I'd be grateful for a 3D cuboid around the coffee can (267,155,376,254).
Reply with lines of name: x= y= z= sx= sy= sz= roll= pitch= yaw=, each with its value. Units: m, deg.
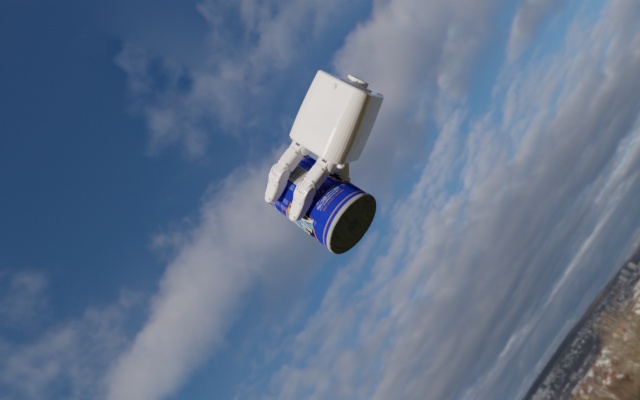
coffee can: x=0.000 y=0.003 z=0.737 sx=0.140 sy=0.103 sz=0.103 roll=35 pitch=19 yaw=31
